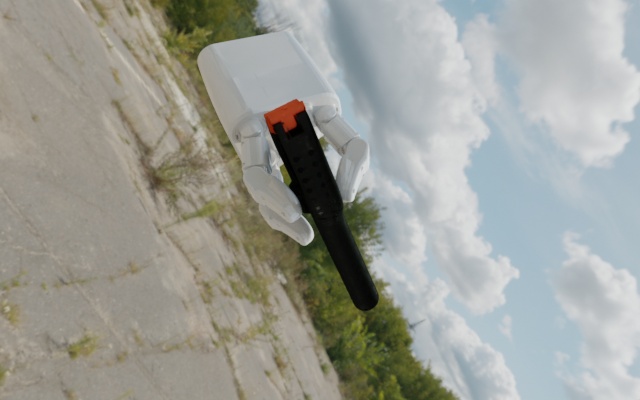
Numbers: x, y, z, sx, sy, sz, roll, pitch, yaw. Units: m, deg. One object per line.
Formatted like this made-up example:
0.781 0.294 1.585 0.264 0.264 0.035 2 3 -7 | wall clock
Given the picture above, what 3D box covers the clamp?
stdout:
0.001 0.001 0.408 0.036 0.164 0.210 -28 -28 -5 | clamp
